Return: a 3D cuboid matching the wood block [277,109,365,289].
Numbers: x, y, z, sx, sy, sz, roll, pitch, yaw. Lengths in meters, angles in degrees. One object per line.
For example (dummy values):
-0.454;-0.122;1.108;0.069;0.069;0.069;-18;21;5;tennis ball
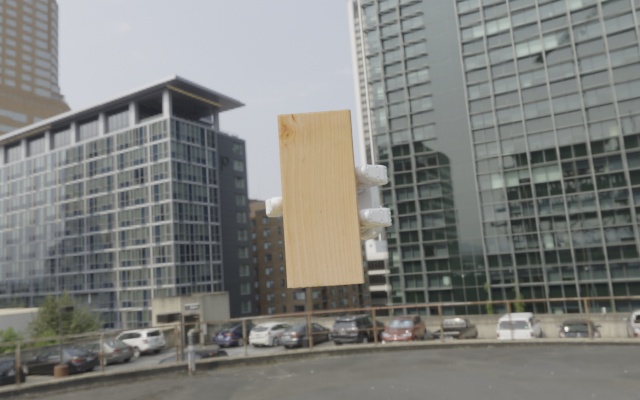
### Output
0.000;0.002;0.599;0.091;0.206;0.090;-4;-8;1;wood block
